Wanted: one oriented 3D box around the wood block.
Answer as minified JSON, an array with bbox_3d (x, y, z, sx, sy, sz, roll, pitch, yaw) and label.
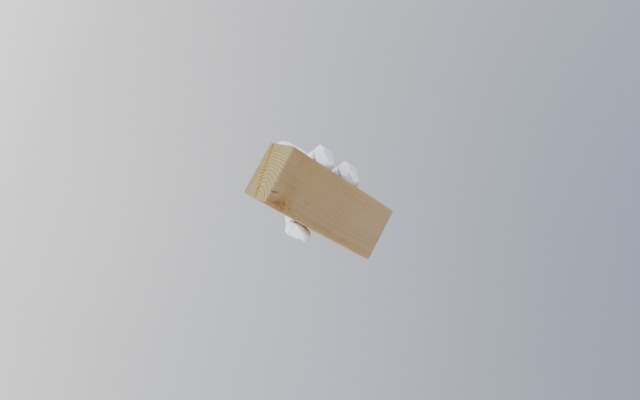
[{"bbox_3d":[0.000,0.003,0.748,0.206,0.091,0.090,30,-5,-30],"label":"wood block"}]
